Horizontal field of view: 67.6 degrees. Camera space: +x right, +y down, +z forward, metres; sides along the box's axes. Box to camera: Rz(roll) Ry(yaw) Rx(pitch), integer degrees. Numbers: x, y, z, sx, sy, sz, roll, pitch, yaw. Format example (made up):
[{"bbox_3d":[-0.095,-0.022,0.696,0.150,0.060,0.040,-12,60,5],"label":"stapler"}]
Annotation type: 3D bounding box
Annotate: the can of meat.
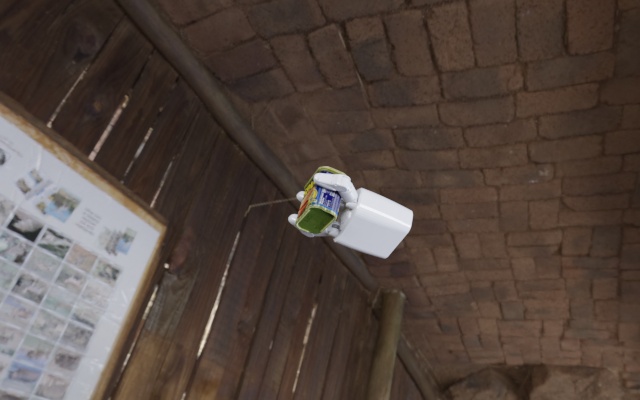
[{"bbox_3d":[0.000,0.003,0.844,0.057,0.084,0.102,23,-32,-13],"label":"can of meat"}]
